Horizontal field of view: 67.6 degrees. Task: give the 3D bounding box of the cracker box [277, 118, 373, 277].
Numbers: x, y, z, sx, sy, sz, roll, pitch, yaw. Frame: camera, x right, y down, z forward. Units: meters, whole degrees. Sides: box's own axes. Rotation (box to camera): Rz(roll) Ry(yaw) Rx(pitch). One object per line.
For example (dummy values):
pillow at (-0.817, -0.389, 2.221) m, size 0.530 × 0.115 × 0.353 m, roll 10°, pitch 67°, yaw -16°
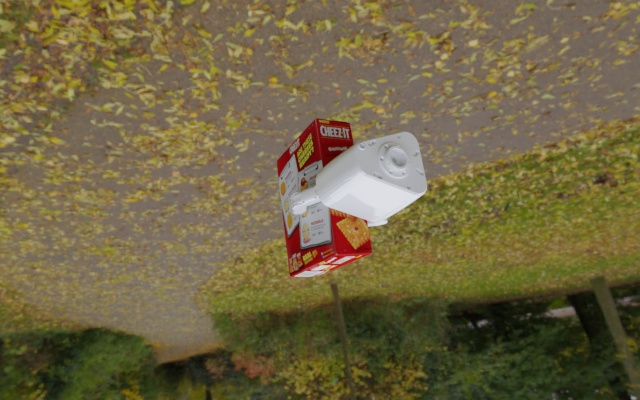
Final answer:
cracker box at (0.000, 0.003, 0.768) m, size 0.072 × 0.213 × 0.164 m, roll 2°, pitch -20°, yaw -28°
